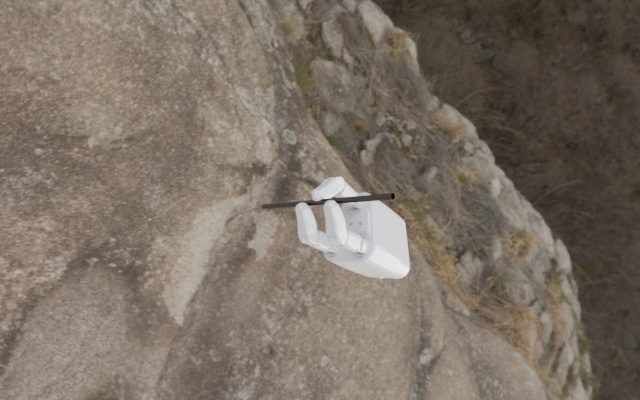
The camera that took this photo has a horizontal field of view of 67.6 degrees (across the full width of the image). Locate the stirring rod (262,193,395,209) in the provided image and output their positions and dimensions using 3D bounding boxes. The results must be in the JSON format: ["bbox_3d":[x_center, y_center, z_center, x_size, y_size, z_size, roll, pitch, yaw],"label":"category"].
[{"bbox_3d":[0.000,0.002,0.663,0.239,0.011,0.011,-5,-3,42],"label":"stirring rod"}]
